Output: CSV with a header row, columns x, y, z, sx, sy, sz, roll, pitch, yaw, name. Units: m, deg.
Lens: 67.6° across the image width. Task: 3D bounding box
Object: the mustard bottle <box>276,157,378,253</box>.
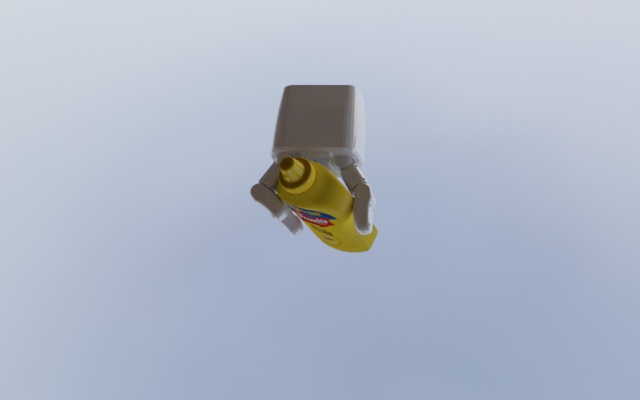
x,y,z,sx,sy,sz,roll,pitch,yaw,name
0.000,0.002,0.583,0.096,0.058,0.192,20,-17,31,mustard bottle
